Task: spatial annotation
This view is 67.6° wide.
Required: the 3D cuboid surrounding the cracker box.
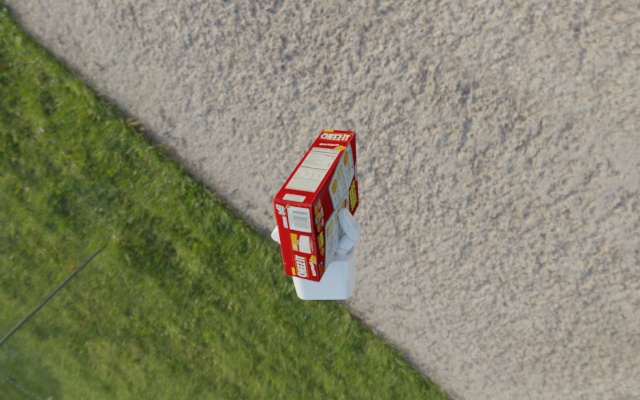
[{"bbox_3d":[0.000,0.003,0.806,0.072,0.164,0.213,10,41,19],"label":"cracker box"}]
